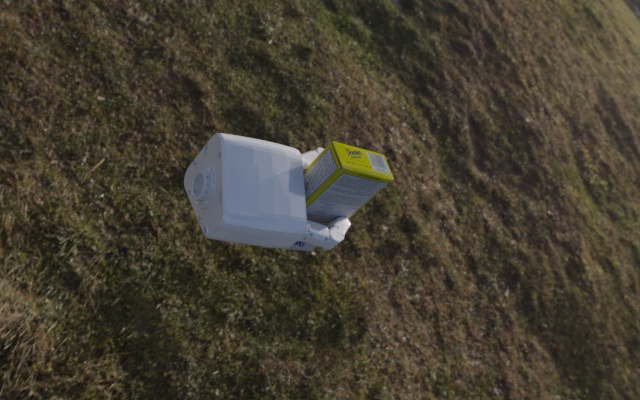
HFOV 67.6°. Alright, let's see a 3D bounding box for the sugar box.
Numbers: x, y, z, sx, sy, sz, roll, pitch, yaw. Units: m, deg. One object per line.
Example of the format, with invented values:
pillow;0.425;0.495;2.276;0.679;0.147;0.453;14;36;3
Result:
sugar box;0.000;0.001;0.609;0.093;0.048;0.176;10;-38;-41
